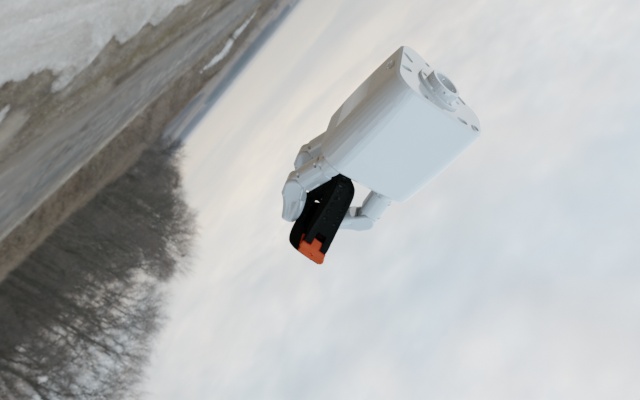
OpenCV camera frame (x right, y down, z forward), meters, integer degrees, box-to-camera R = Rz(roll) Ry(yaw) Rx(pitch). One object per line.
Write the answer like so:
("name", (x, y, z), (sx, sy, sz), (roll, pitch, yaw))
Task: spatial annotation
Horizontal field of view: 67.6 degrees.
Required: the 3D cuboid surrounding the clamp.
("clamp", (0.001, 0.002, 0.533), (0.036, 0.165, 0.209), (34, 37, -12))
